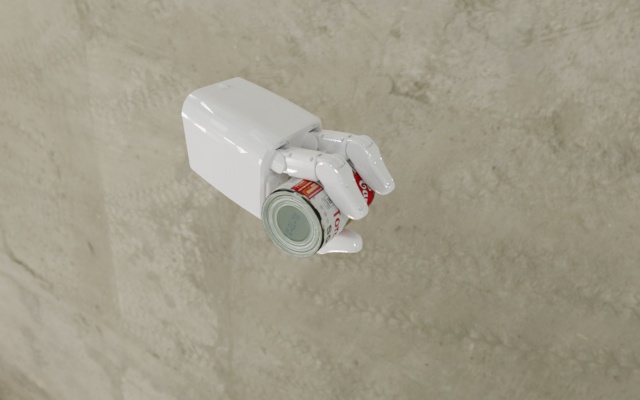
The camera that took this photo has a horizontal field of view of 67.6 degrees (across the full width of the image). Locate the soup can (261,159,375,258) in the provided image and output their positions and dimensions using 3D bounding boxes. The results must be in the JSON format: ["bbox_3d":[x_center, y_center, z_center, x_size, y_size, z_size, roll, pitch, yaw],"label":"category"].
[{"bbox_3d":[0.000,0.002,0.453,0.068,0.068,0.102,0,23,35],"label":"soup can"}]
